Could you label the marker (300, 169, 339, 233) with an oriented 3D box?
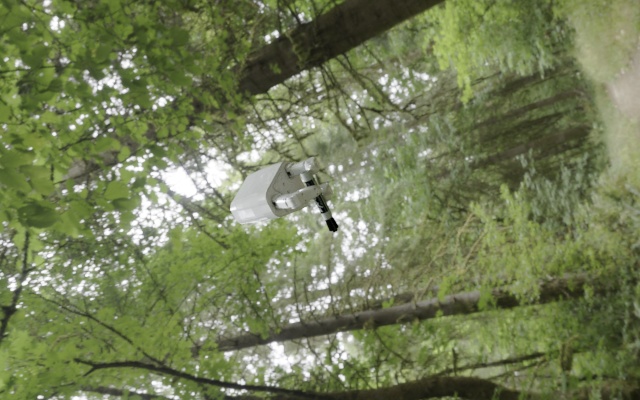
[{"bbox_3d":[0.000,0.003,0.829,0.020,0.121,0.020,-25,16,8],"label":"marker"}]
